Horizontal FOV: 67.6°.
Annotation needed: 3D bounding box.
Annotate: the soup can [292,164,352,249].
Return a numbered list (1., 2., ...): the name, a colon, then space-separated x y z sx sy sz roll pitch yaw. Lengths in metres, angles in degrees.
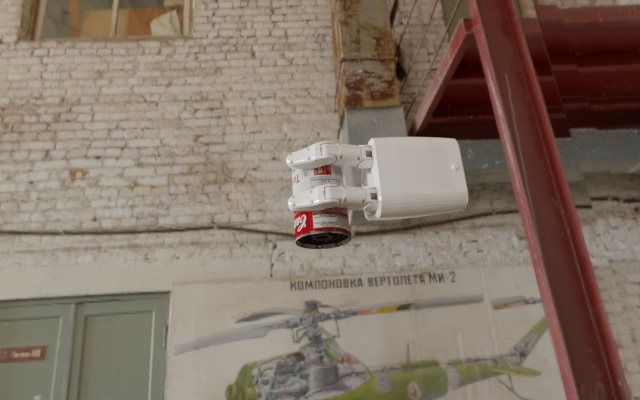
1. soup can: 0.000 0.002 0.590 0.068 0.102 0.068 -4 -21 -1
